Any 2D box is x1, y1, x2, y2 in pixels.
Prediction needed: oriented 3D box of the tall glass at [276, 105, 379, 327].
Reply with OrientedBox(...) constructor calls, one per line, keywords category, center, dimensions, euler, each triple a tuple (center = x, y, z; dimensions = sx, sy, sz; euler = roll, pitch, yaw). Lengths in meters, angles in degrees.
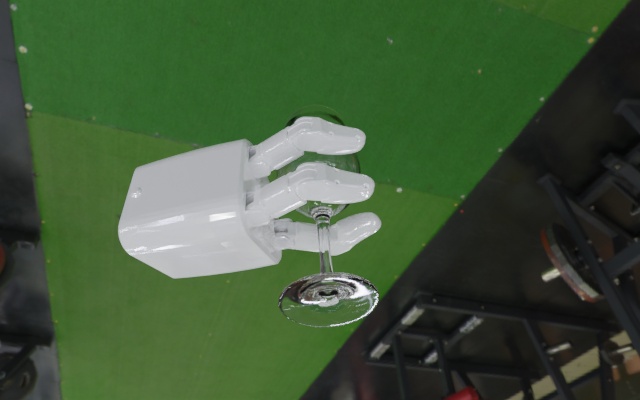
OrientedBox(category="tall glass", center=(0.000, 0.002, 0.415), dimensions=(0.079, 0.200, 0.079), euler=(-2, -42, -2))
